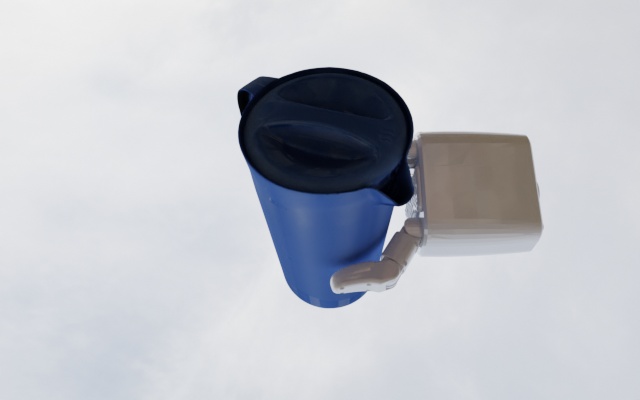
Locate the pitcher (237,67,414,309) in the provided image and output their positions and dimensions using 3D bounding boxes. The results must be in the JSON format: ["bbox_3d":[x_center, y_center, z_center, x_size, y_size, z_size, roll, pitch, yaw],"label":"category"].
[{"bbox_3d":[0.000,0.002,0.458,0.145,0.149,0.243,-2,-35,1],"label":"pitcher"}]
